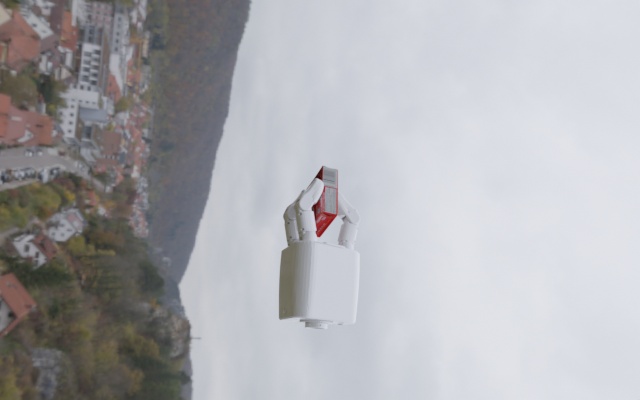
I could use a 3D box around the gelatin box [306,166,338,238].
[{"bbox_3d":[0.001,0.002,0.746,0.030,0.089,0.073,13,-34,-17],"label":"gelatin box"}]
